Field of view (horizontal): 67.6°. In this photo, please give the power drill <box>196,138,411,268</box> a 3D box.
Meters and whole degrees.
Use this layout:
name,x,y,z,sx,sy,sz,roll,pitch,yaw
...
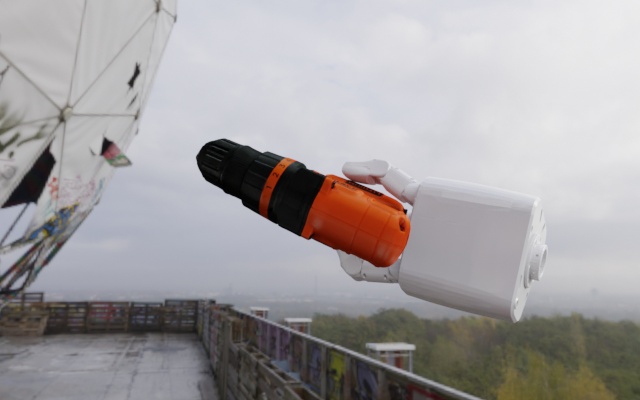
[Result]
name,x,y,z,sx,sy,sz,roll,pitch,yaw
power drill,0.000,0.002,0.439,0.184,0.057,0.187,26,6,16
